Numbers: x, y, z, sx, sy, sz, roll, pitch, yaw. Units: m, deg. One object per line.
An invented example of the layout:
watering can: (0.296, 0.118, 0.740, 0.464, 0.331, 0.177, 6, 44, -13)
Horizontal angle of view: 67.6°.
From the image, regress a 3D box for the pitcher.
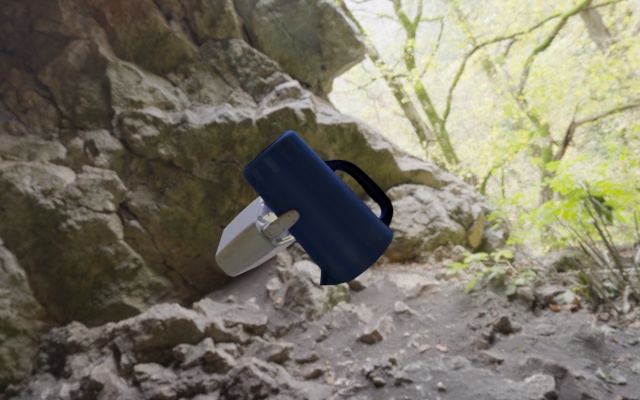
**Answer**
pitcher: (0.000, 0.003, 0.772, 0.145, 0.243, 0.149, -38, 9, 25)
